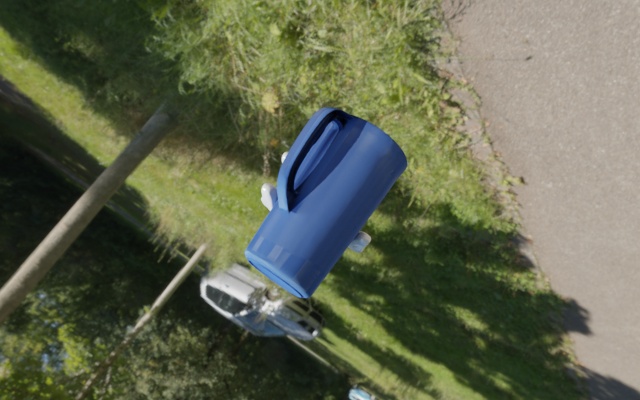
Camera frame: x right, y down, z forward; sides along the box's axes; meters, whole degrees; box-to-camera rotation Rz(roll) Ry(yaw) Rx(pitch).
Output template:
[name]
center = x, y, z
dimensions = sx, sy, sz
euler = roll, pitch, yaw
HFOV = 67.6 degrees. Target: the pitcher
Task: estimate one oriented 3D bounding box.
[pitcher]
center = 0.000, 0.002, 0.659
dimensions = 0.149, 0.242, 0.145
euler = 35, -16, -2
